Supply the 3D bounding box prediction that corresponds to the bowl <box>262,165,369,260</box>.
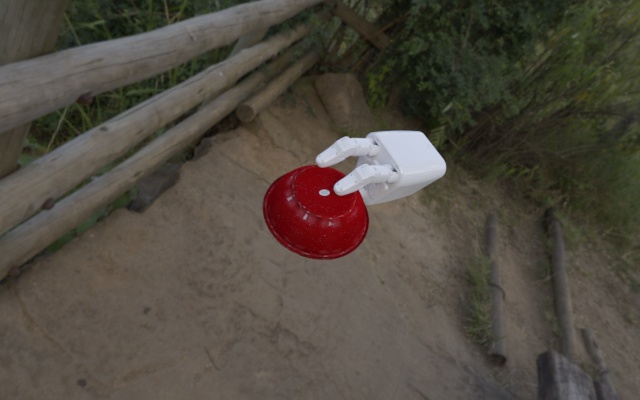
[{"bbox_3d":[-0.001,0.003,0.686,0.162,0.162,0.055,0,-35,-16],"label":"bowl"}]
